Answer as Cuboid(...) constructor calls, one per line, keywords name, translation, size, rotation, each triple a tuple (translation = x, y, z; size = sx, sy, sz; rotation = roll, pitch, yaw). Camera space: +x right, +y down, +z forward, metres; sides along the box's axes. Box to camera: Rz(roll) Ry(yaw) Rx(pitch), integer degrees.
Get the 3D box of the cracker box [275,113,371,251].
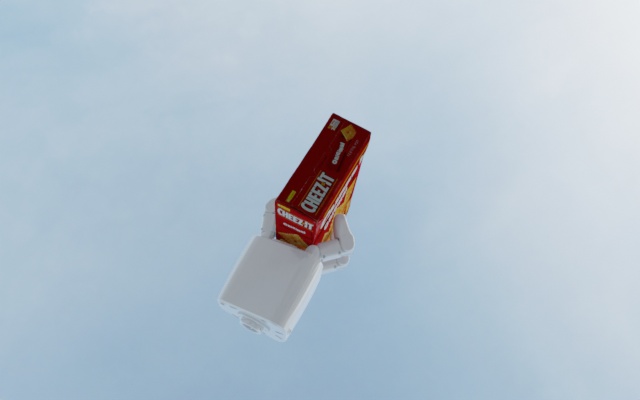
Cuboid(name="cracker box", translation=(0.000, 0.002, 0.716), size=(0.072, 0.164, 0.214), rotation=(26, -27, 8))
